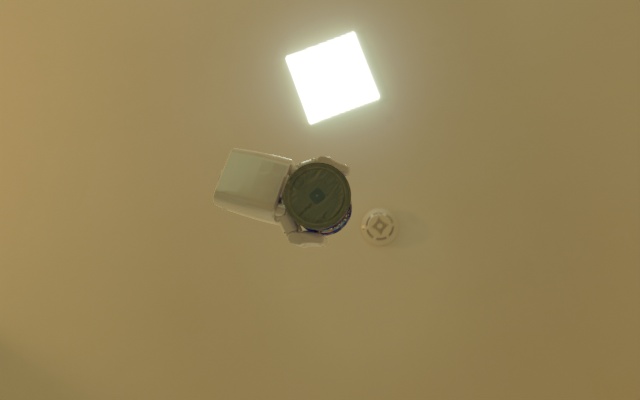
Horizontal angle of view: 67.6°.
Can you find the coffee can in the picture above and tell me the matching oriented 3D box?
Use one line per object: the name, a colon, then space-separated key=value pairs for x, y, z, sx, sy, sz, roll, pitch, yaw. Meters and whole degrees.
coffee can: x=0.000 y=0.003 z=0.785 sx=0.103 sy=0.103 sz=0.140 roll=0 pitch=-8 yaw=5
